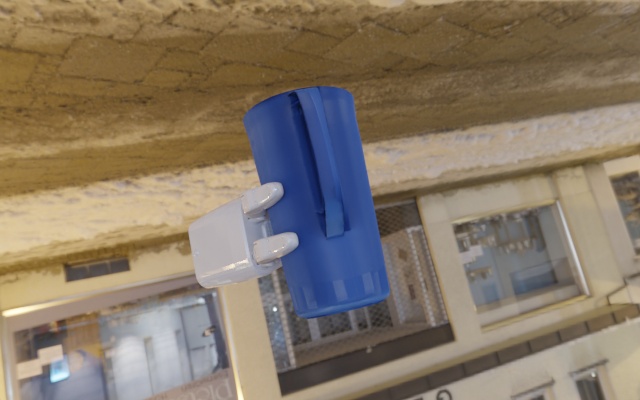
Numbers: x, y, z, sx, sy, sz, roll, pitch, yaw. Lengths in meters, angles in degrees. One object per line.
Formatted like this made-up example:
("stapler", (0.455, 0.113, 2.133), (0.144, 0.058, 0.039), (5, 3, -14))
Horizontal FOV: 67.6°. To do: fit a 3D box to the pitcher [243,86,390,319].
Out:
("pitcher", (0.000, 0.002, 0.536), (0.145, 0.242, 0.149), (-21, -13, 35))
